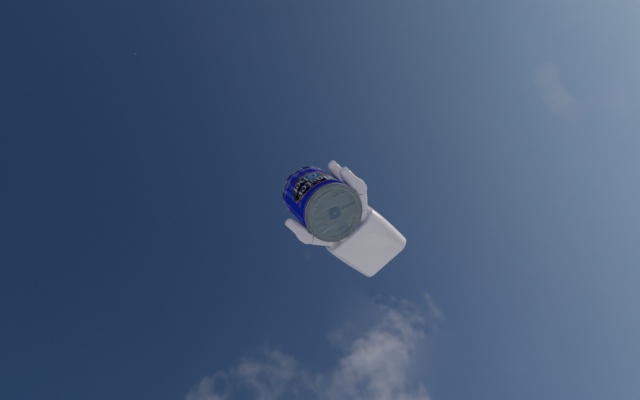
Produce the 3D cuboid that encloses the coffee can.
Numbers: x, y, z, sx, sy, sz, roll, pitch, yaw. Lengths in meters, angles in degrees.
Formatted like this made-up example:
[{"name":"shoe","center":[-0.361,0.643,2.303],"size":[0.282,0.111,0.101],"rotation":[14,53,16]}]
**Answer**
[{"name":"coffee can","center":[0.000,0.003,0.858],"size":[0.103,0.103,0.140],"rotation":[0,16,-21]}]
